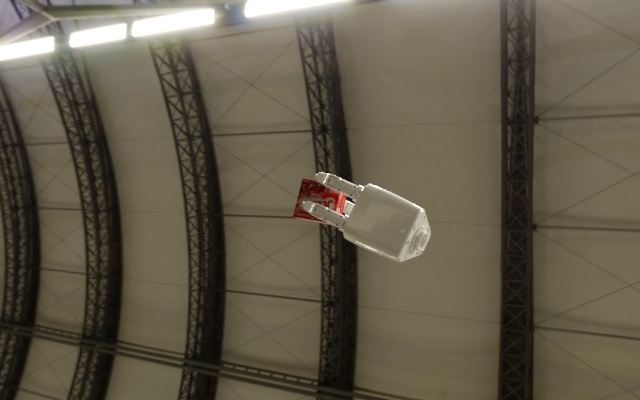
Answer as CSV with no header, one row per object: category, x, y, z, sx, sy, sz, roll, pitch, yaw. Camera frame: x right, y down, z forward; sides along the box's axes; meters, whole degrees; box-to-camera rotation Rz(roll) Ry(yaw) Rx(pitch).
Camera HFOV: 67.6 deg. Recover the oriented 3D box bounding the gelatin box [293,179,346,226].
gelatin box,0.000,0.003,0.853,0.089,0.073,0.030,9,-8,34
